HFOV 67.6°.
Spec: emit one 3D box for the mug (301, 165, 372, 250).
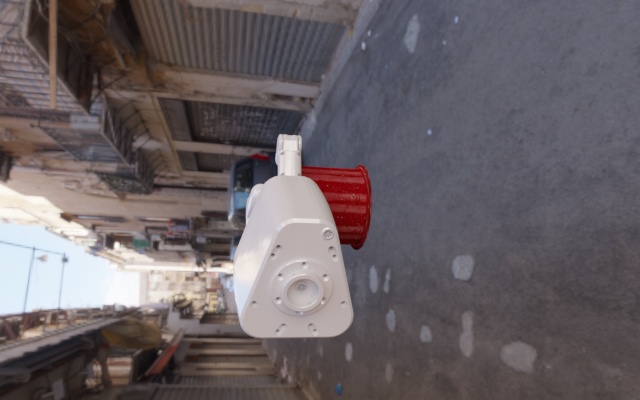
[{"bbox_3d":[0.000,0.001,0.523,0.081,0.093,0.117,3,17,-12],"label":"mug"}]
